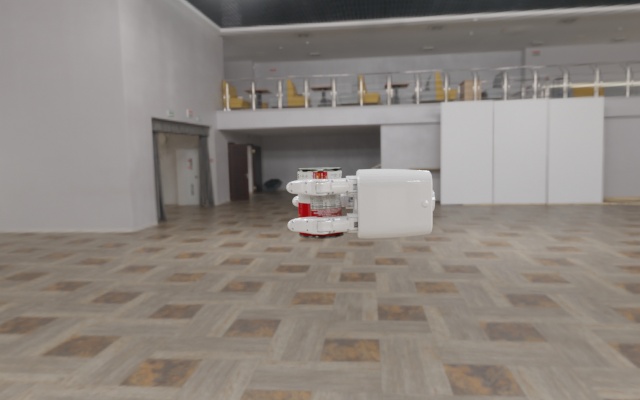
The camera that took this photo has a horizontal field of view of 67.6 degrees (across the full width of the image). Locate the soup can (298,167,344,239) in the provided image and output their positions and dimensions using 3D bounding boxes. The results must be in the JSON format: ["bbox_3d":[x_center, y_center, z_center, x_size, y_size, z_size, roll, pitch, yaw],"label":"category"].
[{"bbox_3d":[0.000,0.002,0.718,0.068,0.102,0.068,-1,6,0],"label":"soup can"}]
